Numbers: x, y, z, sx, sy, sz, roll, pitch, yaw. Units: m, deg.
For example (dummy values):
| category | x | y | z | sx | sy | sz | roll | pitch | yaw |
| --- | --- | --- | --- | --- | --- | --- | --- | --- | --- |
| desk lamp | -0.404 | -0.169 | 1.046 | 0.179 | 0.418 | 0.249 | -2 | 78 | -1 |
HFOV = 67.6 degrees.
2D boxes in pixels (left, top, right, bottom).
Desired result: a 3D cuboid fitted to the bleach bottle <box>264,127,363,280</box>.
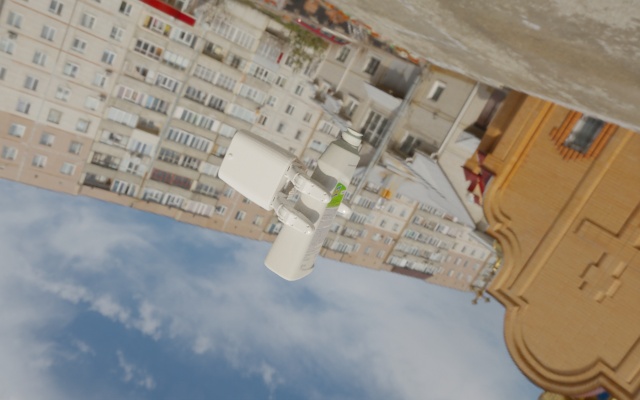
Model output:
| category | x | y | z | sx | sy | sz | roll | pitch | yaw |
| --- | --- | --- | --- | --- | --- | --- | --- | --- | --- |
| bleach bottle | 0.000 | 0.003 | 0.759 | 0.068 | 0.251 | 0.102 | 31 | 14 | 15 |
